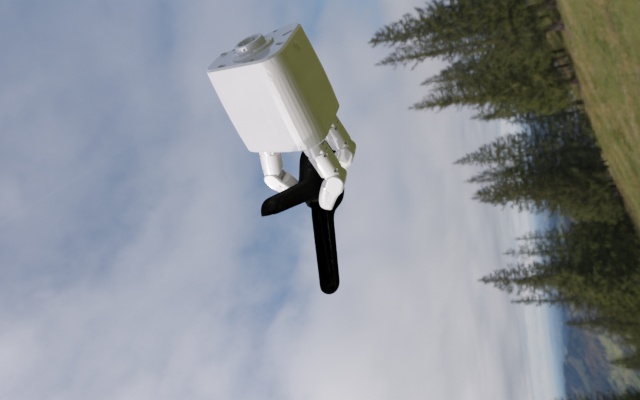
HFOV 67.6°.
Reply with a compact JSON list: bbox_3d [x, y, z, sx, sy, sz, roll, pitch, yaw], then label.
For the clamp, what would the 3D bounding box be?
[{"bbox_3d":[-0.001,0.002,0.610,0.036,0.165,0.209,-10,37,26],"label":"clamp"}]
